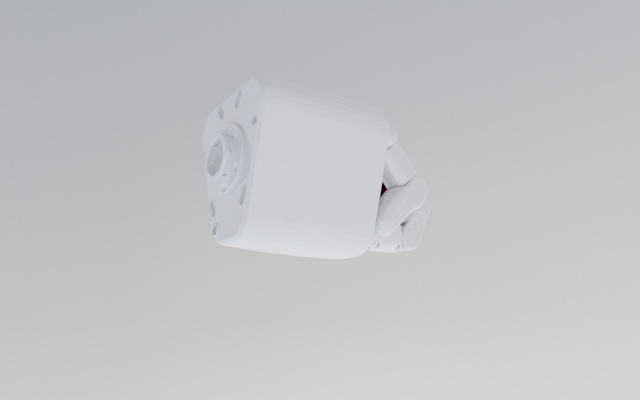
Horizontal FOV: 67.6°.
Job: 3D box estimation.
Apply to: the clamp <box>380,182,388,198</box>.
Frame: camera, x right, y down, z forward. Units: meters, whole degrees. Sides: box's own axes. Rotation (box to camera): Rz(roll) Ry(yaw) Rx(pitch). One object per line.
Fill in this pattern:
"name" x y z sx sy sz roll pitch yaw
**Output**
"clamp" 0.000 0.002 0.450 0.120 0.039 0.171 9 -18 -36
